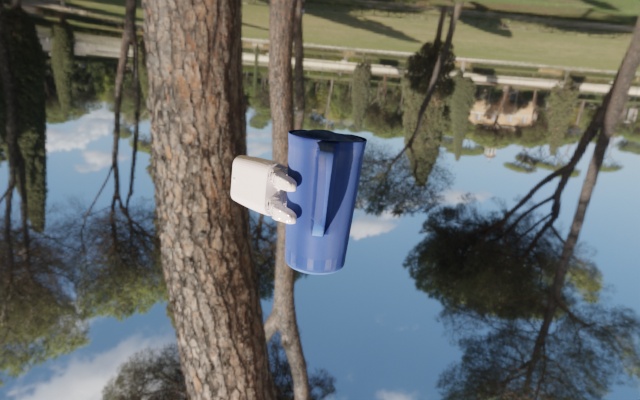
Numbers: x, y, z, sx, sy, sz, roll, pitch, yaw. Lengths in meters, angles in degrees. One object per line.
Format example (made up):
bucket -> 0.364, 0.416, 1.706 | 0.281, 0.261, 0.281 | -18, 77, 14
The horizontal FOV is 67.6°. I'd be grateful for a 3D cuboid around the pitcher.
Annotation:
pitcher -> 0.000, 0.003, 0.822 | 0.145, 0.243, 0.149 | 18, 19, 41
